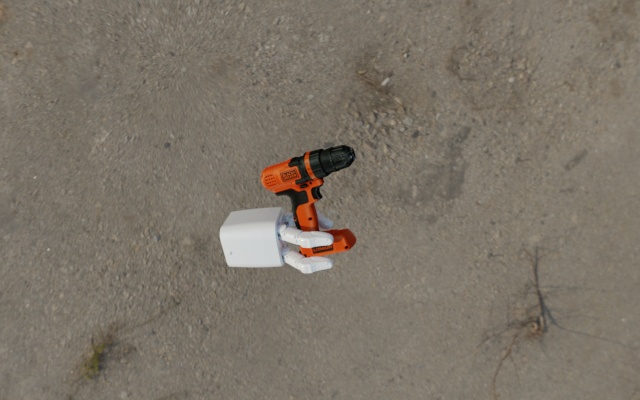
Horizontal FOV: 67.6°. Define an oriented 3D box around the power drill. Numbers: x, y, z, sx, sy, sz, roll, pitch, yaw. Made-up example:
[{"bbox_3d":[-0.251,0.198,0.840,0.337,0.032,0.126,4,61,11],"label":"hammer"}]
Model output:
[{"bbox_3d":[0.000,0.003,0.862,0.184,0.188,0.057,-14,12,27],"label":"power drill"}]
